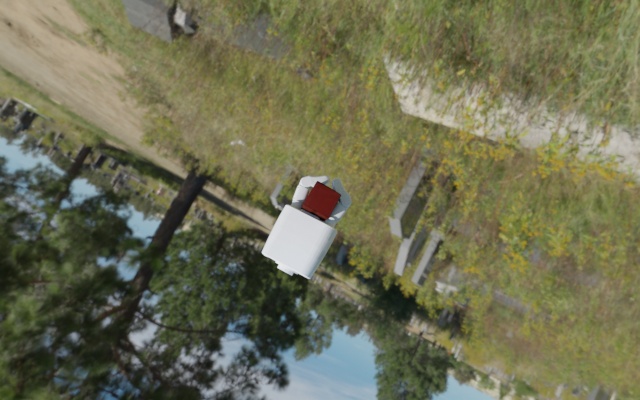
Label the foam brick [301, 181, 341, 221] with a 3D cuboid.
[{"bbox_3d":[0.000,0.003,0.890,0.053,0.051,0.078,30,-9,-2],"label":"foam brick"}]
